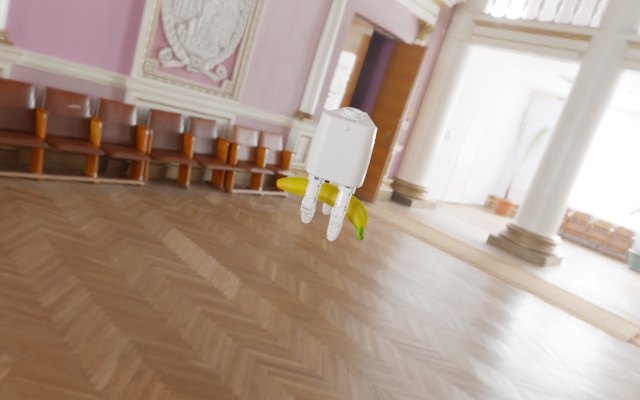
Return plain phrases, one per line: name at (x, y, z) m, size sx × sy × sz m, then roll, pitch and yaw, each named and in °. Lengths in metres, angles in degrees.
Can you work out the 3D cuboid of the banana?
banana at (0.014, -0.002, 0.864) m, size 0.197 × 0.037 × 0.069 m, roll 31°, pitch 38°, yaw 24°
